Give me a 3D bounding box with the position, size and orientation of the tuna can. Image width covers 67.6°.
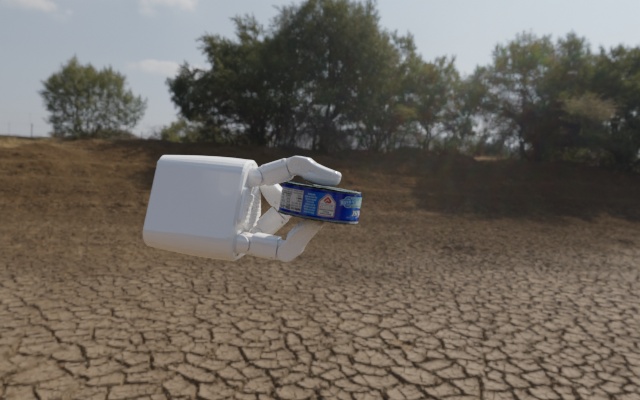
[{"bbox_3d":[0.000,0.001,0.502,0.086,0.034,0.086,9,3,0],"label":"tuna can"}]
